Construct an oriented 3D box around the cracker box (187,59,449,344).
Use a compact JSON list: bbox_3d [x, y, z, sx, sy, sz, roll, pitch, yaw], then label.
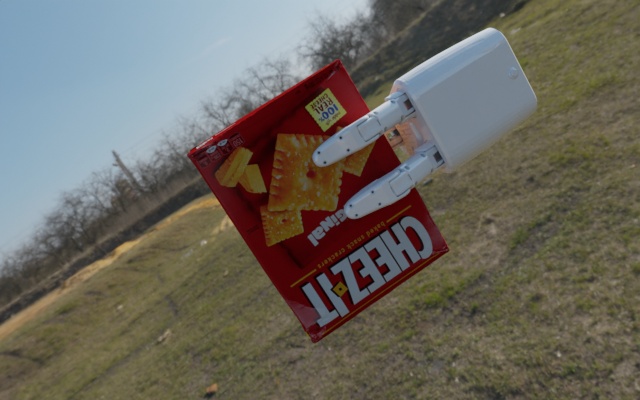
[{"bbox_3d":[0.000,0.001,0.464,0.164,0.214,0.072,-33,9,-6],"label":"cracker box"}]
